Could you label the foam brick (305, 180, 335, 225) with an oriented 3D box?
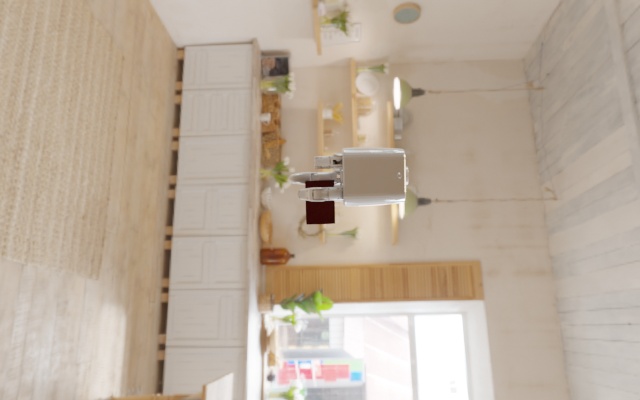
[{"bbox_3d":[0.000,0.003,0.841,0.051,0.078,0.053,-1,3,1],"label":"foam brick"}]
